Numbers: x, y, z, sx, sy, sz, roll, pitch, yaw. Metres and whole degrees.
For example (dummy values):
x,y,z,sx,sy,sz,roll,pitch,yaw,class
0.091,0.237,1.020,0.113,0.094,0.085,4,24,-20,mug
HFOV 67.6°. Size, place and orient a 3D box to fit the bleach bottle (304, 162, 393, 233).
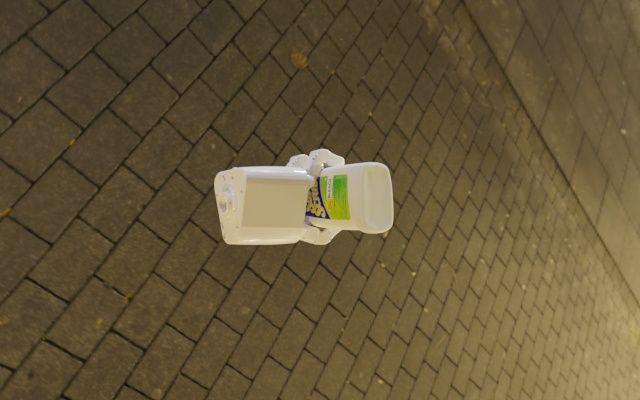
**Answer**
x,y,z,sx,sy,sz,roll,pitch,yaw,class
0.000,0.002,0.752,0.068,0.102,0.251,0,-4,-39,bleach bottle
